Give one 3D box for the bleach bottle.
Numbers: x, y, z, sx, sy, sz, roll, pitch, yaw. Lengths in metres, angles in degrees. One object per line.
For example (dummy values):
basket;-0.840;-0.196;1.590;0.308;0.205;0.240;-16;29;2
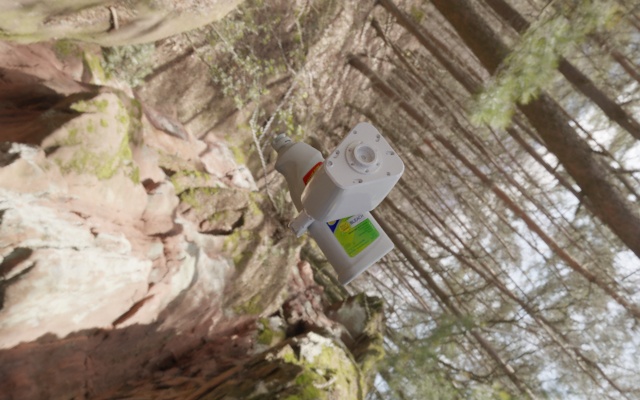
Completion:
bleach bottle;0.000;0.002;0.748;0.102;0.251;0.068;-33;-11;-26
